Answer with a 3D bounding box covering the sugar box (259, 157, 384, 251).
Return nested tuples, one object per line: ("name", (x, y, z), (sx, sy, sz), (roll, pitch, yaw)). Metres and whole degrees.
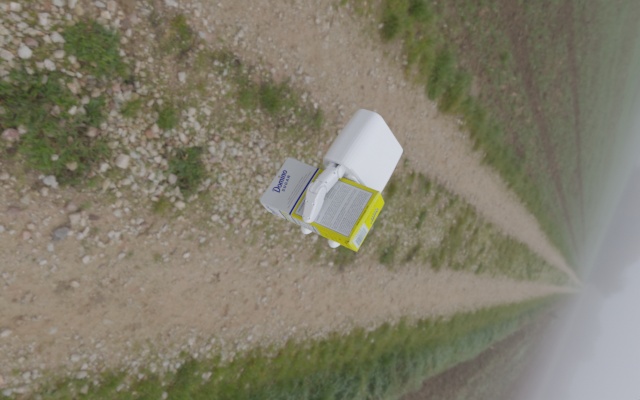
("sugar box", (0.000, 0.003, 0.753), (0.176, 0.093, 0.048), (23, -18, 31))
